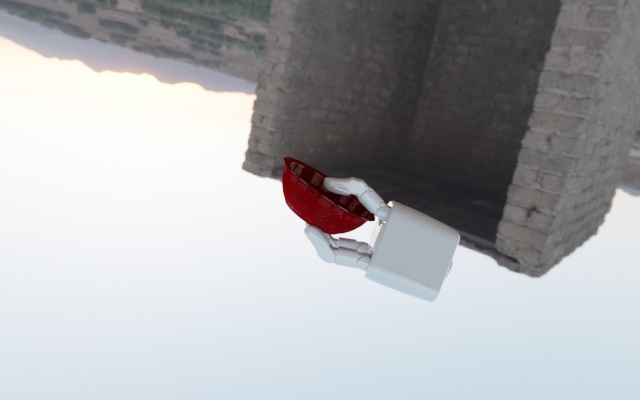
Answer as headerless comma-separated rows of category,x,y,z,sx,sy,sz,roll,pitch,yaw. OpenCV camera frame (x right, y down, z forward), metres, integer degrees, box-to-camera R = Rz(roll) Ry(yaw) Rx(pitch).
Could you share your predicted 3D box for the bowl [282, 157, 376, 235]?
bowl,-0.001,0.002,0.705,0.162,0.055,0.162,33,12,-8
